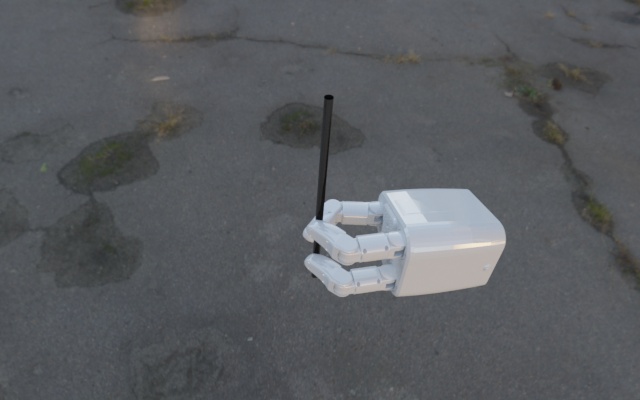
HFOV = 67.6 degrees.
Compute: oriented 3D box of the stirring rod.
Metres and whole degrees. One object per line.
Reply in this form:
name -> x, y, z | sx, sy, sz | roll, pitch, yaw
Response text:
stirring rod -> 0.000, 0.002, 0.474 | 0.011, 0.240, 0.011 | 2, 44, -2
